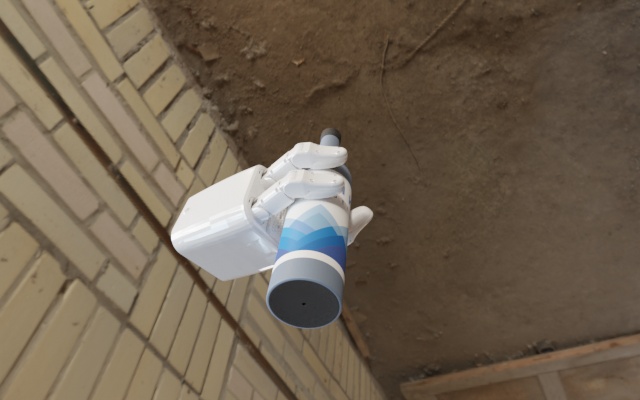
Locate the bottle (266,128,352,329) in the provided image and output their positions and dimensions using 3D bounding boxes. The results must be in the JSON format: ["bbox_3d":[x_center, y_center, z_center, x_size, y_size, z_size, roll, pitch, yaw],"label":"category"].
[{"bbox_3d":[0.000,0.002,0.527,0.069,0.069,0.295,0,37,7],"label":"bottle"}]
